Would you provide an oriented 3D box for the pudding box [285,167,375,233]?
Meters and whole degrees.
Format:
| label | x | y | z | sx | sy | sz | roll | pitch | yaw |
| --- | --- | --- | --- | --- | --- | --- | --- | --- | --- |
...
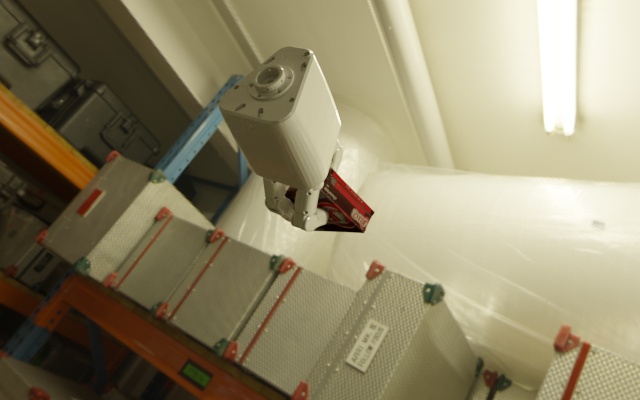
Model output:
| label | x | y | z | sx | sy | sz | roll | pitch | yaw |
| --- | --- | --- | --- | --- | --- | --- | --- | --- | --- |
| pudding box | 0.000 | 0.002 | 0.613 | 0.090 | 0.039 | 0.113 | 45 | -25 | -28 |
